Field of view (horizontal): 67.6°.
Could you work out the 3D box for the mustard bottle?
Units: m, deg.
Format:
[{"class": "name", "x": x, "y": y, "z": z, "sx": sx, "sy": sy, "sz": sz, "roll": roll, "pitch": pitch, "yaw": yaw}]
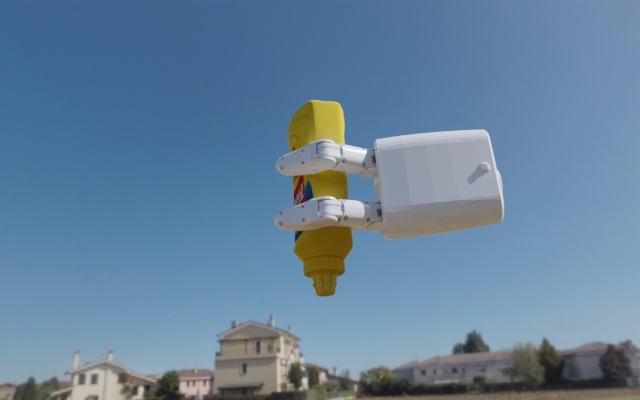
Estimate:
[{"class": "mustard bottle", "x": 0.000, "y": 0.001, "z": 0.490, "sx": 0.058, "sy": 0.191, "sz": 0.096, "roll": 2, "pitch": -23, "yaw": -16}]
